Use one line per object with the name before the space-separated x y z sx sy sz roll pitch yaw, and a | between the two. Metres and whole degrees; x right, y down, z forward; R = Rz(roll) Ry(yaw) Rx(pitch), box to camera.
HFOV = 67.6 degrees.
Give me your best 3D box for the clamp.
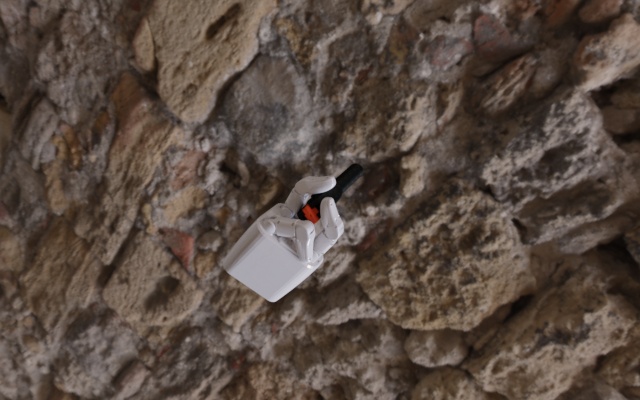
clamp | 0.001 0.003 0.751 0.120 0.039 0.171 -45 -2 30
